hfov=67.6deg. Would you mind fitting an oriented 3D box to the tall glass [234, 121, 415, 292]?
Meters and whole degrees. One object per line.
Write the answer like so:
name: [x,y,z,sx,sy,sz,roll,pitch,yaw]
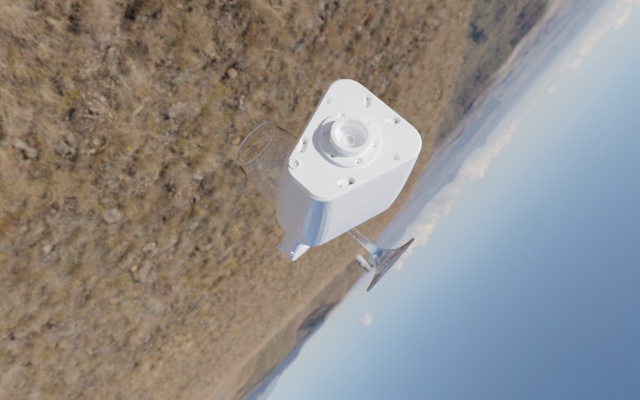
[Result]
tall glass: [0.001,0.002,0.510,0.201,0.079,0.079,42,9,10]
